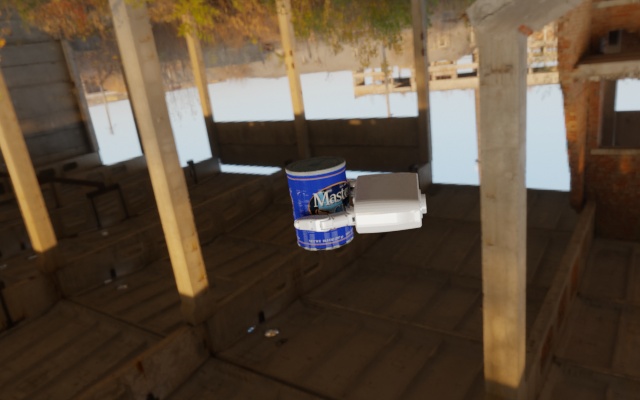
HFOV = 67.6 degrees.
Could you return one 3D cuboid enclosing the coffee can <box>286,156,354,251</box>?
[{"bbox_3d":[0.000,0.003,0.834,0.103,0.140,0.102,-7,18,2],"label":"coffee can"}]
